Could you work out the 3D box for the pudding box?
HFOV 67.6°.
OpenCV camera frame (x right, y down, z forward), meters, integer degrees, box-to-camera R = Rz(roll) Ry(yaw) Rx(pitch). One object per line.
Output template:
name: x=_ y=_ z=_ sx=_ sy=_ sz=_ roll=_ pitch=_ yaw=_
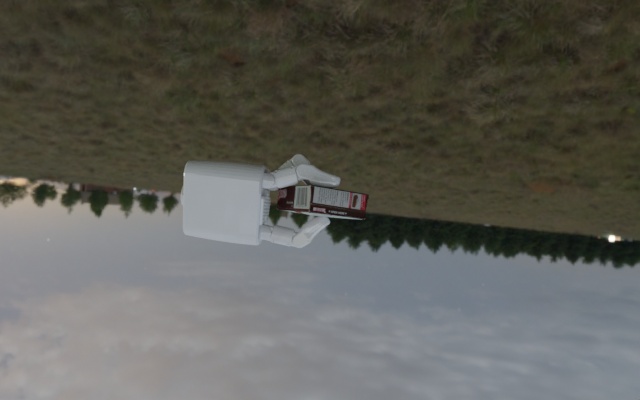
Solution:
pudding box: x=0.000 y=0.002 z=0.671 sx=0.090 sy=0.039 sz=0.113 roll=7 pitch=-1 yaw=-27
